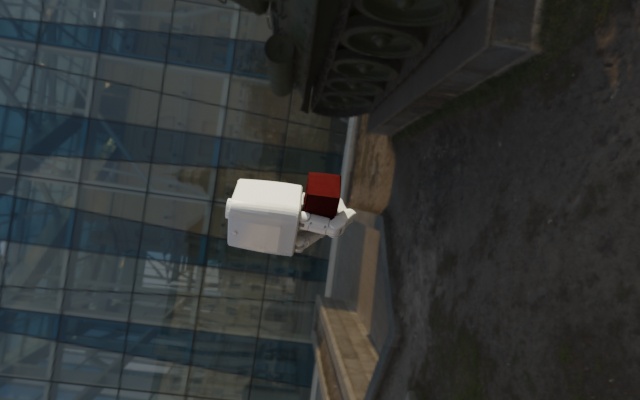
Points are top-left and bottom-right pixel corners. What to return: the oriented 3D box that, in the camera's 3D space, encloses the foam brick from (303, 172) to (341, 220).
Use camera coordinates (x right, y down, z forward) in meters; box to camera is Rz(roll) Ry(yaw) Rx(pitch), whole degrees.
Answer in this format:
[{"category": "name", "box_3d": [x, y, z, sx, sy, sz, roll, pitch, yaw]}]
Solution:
[{"category": "foam brick", "box_3d": [0.000, 0.002, 0.742, 0.051, 0.078, 0.053, 8, 44, -4]}]
